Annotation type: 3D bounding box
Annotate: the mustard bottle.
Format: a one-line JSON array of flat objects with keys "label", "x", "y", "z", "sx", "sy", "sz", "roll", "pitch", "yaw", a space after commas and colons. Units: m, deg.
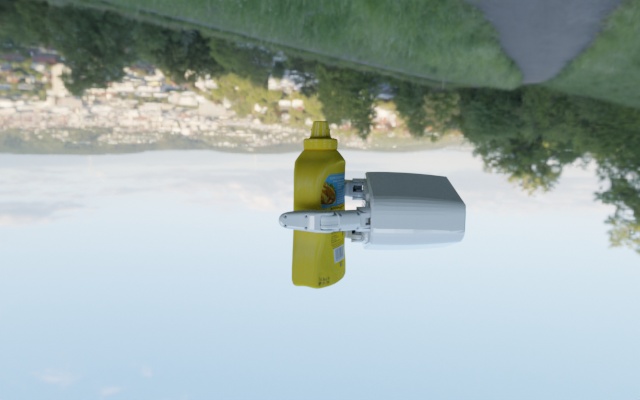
[{"label": "mustard bottle", "x": 0.000, "y": 0.002, "z": 0.572, "sx": 0.058, "sy": 0.191, "sz": 0.096, "roll": 4, "pitch": 7, "yaw": 24}]
